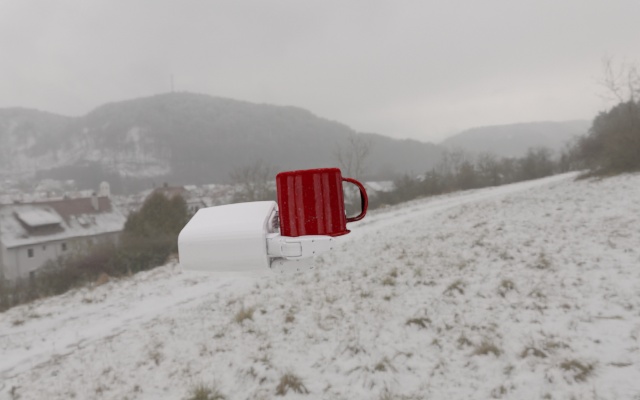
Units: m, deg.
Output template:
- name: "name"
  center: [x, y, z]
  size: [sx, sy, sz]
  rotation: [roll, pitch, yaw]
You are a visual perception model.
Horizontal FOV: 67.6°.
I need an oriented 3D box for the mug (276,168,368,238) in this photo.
- name: "mug"
  center: [0.002, 0.002, 0.589]
  size: [0.117, 0.081, 0.093]
  rotation: [-5, 2, 4]
